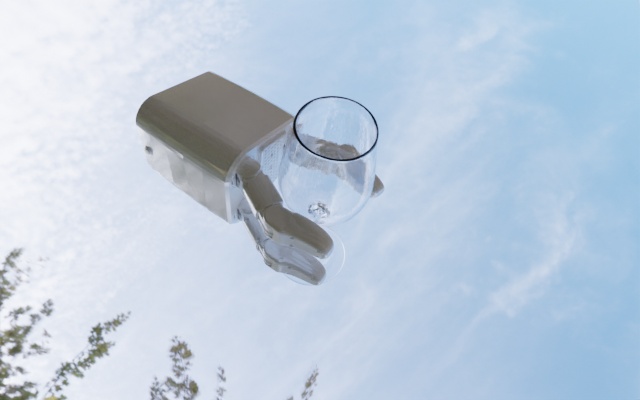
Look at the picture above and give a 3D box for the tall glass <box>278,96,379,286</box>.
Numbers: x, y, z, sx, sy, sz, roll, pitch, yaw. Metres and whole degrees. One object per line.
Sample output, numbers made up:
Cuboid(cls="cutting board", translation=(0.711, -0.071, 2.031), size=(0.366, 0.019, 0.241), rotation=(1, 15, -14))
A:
Cuboid(cls="tall glass", translation=(0.000, 0.002, 0.421), size=(0.079, 0.079, 0.201), rotation=(0, -33, -8))
